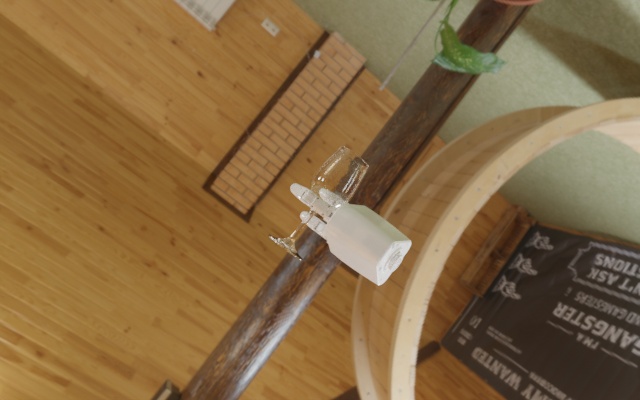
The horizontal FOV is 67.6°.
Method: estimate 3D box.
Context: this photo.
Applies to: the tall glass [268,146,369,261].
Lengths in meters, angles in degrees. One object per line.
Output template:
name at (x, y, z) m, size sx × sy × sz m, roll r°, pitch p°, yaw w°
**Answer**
tall glass at (0.000, 0.003, 0.828) m, size 0.079 × 0.201 × 0.079 m, roll 37°, pitch -3°, yaw 2°
